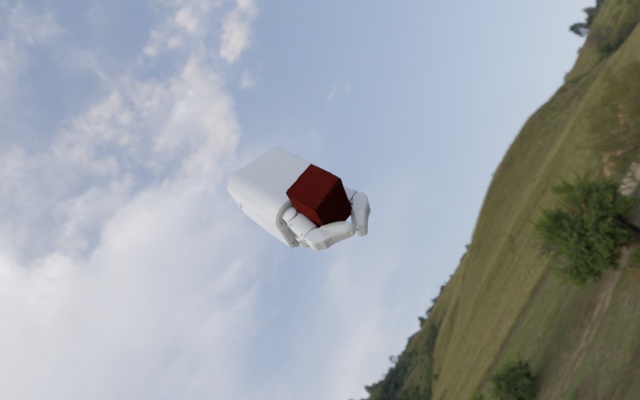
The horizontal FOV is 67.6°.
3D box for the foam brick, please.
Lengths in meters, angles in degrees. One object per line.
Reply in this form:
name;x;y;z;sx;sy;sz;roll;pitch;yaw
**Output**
foam brick;0.000;0.002;0.604;0.051;0.053;0.078;31;-20;31
